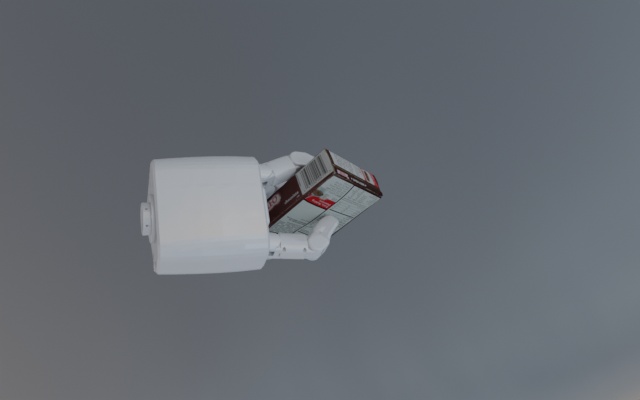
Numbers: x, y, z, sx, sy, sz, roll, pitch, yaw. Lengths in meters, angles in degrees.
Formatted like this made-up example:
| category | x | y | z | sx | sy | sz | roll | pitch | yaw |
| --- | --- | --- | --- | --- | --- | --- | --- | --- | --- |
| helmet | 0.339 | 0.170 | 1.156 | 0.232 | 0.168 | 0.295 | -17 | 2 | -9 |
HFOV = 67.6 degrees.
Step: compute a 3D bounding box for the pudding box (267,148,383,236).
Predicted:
| category | x | y | z | sx | sy | sz | roll | pitch | yaw |
| --- | --- | --- | --- | --- | --- | --- | --- | --- | --- |
| pudding box | 0.000 | 0.002 | 0.545 | 0.113 | 0.039 | 0.090 | -38 | -38 | 27 |
